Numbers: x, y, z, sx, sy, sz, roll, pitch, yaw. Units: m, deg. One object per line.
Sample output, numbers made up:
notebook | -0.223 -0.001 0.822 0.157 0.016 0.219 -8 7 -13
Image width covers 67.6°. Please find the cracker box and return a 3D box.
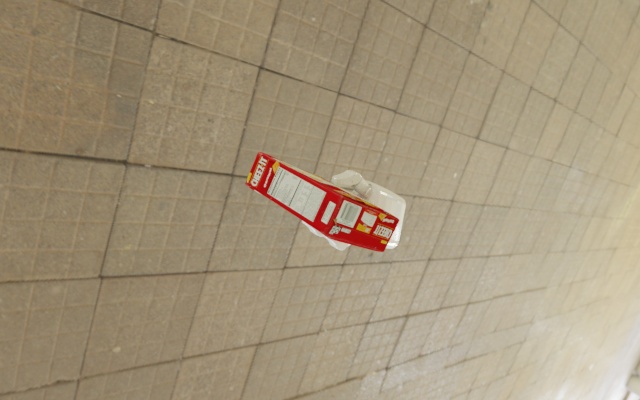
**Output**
cracker box | 0.000 0.003 0.803 0.213 0.072 0.164 29 6 42
